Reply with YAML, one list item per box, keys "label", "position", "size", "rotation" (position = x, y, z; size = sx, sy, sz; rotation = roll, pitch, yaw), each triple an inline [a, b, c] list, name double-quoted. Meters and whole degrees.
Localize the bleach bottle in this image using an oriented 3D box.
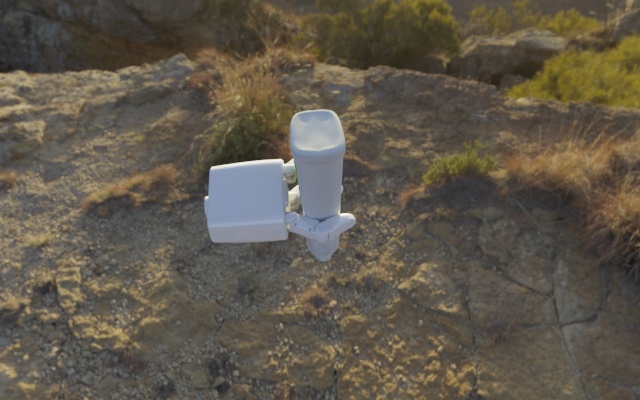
- label: "bleach bottle"
  position: [0.000, 0.002, 0.680]
  size: [0.068, 0.251, 0.102]
  rotation: [-5, 43, -2]
